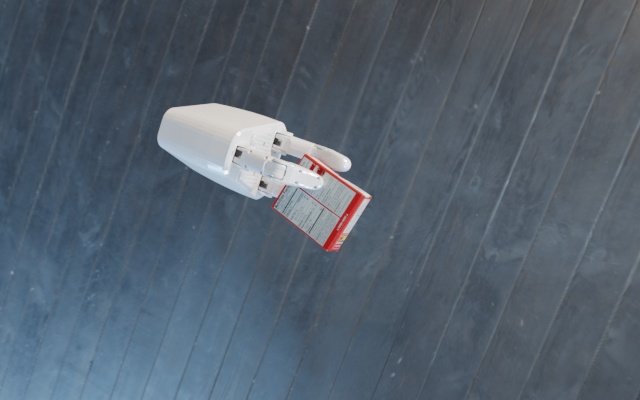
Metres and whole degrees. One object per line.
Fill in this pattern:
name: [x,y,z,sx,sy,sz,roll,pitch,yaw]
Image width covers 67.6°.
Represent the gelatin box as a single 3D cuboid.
gelatin box: [0.000,0.002,0.527,0.089,0.073,0.030,37,12,24]
